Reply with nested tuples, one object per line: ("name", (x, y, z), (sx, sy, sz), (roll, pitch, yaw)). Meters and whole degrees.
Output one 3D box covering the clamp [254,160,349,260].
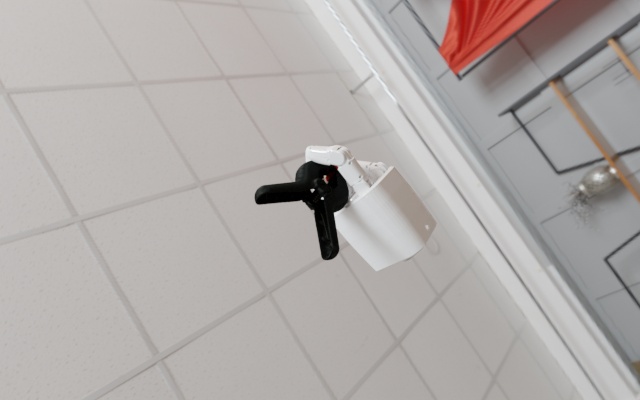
("clamp", (0.000, 0.002, 0.613), (0.039, 0.120, 0.171), (-39, 1, 37))
